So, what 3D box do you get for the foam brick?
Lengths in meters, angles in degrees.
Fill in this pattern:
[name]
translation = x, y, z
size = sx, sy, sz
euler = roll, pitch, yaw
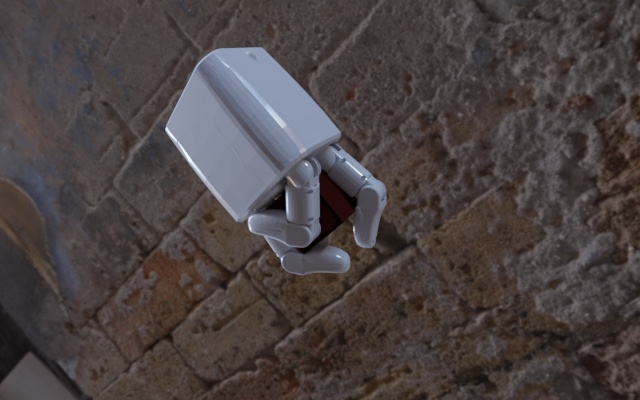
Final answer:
[foam brick]
translation = 0.000, 0.001, 0.427
size = 0.053, 0.051, 0.078
euler = -41, -1, 28
